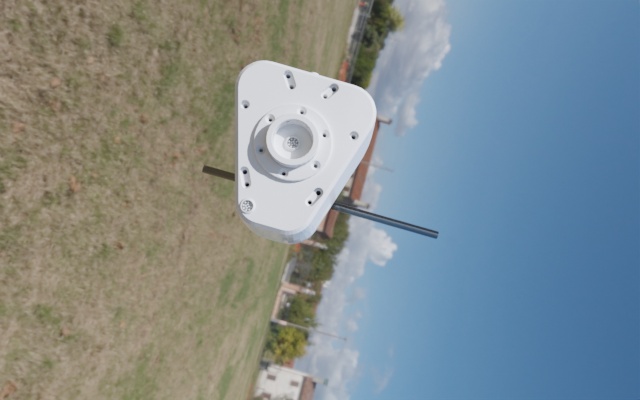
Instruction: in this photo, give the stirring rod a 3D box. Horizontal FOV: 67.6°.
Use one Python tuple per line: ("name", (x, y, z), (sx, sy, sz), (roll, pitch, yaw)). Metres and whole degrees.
("stirring rod", (0.000, 0.002, 0.473), (0.239, 0.011, 0.011), (16, 0, 0))
